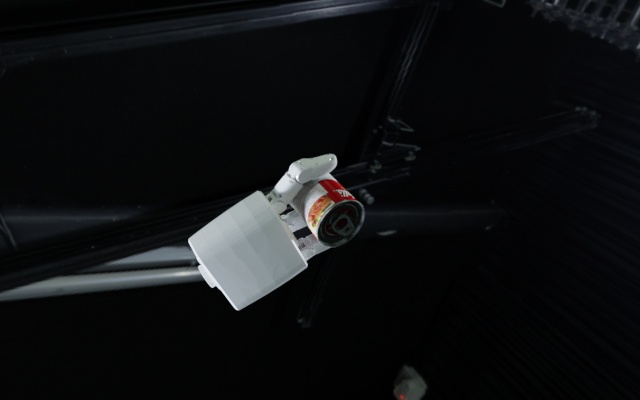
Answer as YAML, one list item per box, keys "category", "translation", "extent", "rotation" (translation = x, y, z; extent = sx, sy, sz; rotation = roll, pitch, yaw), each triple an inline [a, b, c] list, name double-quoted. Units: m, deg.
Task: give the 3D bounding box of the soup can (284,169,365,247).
- category: "soup can"
  translation: [0.000, 0.001, 0.604]
  extent: [0.068, 0.068, 0.102]
  rotation: [0, 32, -36]
